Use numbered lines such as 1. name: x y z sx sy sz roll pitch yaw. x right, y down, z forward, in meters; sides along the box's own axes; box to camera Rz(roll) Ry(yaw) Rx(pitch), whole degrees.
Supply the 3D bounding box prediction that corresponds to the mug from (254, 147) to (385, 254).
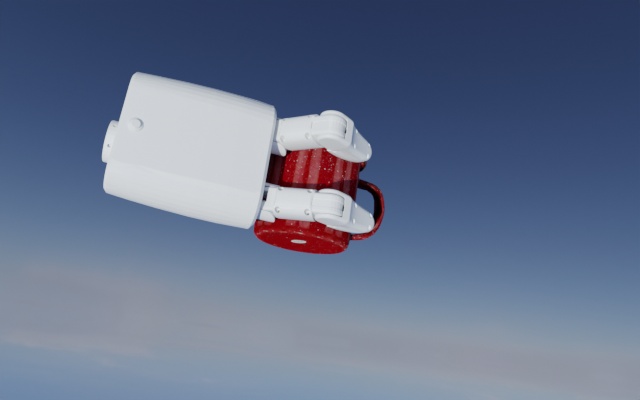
1. mug: 0.001 0.002 0.416 0.117 0.081 0.093 14 -17 -16
